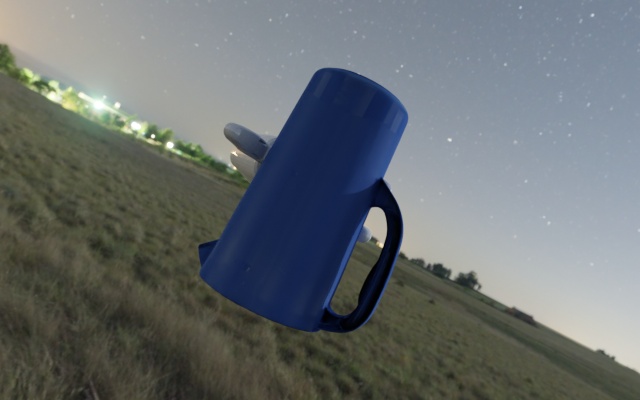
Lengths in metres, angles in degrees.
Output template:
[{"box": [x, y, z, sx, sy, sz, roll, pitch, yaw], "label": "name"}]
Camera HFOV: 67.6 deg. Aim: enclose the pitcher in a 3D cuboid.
[{"box": [0.000, 0.002, 0.479, 0.149, 0.243, 0.145, 28, -3, -29], "label": "pitcher"}]
